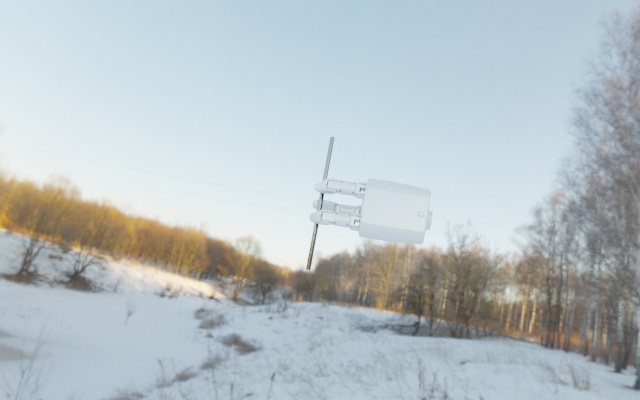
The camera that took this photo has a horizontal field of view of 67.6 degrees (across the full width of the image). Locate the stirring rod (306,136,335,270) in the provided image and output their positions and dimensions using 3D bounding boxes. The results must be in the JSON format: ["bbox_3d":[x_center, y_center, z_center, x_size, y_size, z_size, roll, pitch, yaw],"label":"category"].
[{"bbox_3d":[0.000,0.003,0.840,0.011,0.239,0.011,10,-9,2],"label":"stirring rod"}]
